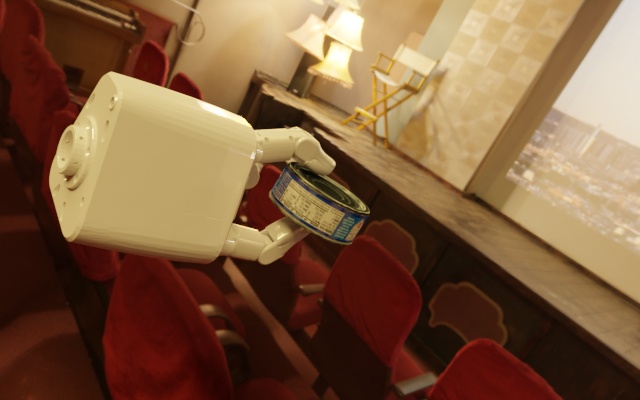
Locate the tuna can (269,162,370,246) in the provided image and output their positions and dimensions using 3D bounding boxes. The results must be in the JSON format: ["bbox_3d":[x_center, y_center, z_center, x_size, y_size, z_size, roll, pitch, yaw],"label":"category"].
[{"bbox_3d":[0.000,0.001,0.419,0.086,0.034,0.086,31,12,-7],"label":"tuna can"}]
